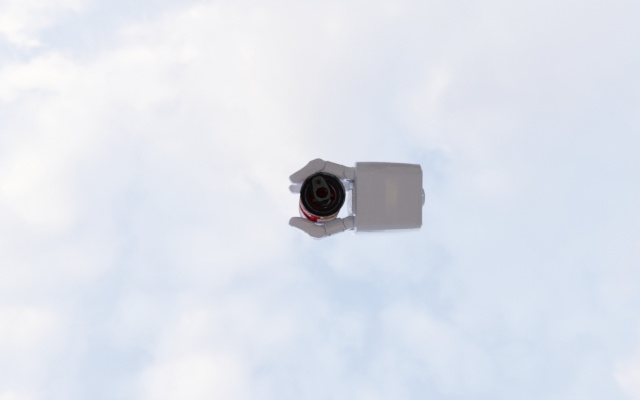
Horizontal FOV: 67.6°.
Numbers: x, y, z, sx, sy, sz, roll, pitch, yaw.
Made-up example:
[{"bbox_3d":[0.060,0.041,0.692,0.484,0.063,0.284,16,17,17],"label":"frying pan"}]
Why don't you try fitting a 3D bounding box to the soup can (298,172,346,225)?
[{"bbox_3d":[0.000,0.003,0.743,0.068,0.068,0.102,0,-13,-4],"label":"soup can"}]
